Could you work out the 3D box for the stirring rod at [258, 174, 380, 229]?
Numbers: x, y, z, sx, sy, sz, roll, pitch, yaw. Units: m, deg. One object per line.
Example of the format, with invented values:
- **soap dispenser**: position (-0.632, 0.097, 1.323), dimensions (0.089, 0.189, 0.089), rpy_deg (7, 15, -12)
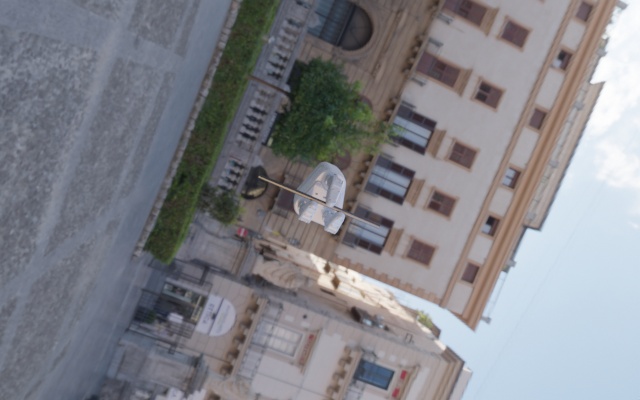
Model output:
- **stirring rod**: position (0.000, 0.003, 0.867), dimensions (0.239, 0.011, 0.011), rpy_deg (23, -4, -10)
